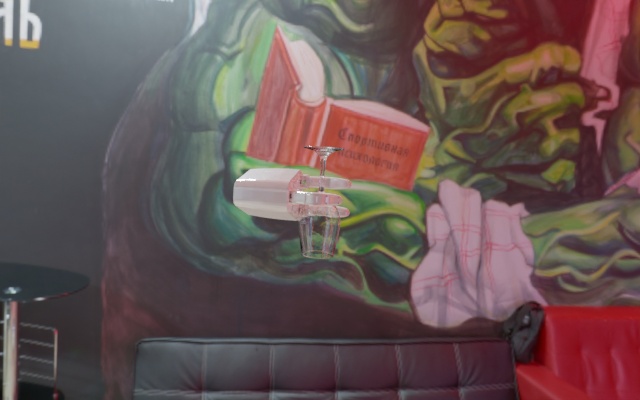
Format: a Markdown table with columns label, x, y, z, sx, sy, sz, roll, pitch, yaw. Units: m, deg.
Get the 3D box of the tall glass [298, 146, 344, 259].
| label | x | y | z | sx | sy | sz | roll | pitch | yaw |
| --- | --- | --- | --- | --- | --- | --- | --- | --- | --- |
| tall glass | 0.000 | 0.002 | 0.881 | 0.079 | 0.201 | 0.079 | 3 | 3 | 0 |
